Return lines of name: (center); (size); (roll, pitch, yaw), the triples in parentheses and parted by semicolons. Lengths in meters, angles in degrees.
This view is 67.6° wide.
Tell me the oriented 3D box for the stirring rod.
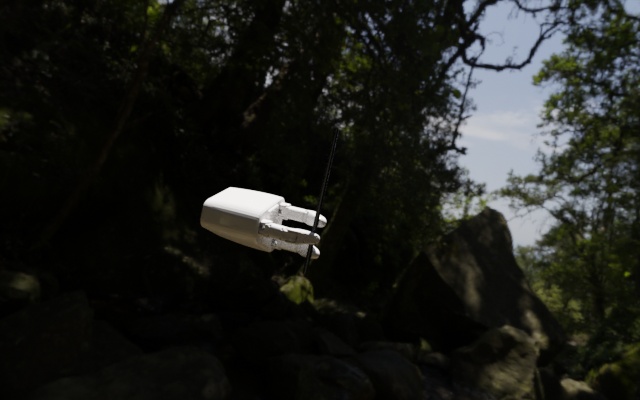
stirring rod: (0.000, 0.003, 0.777); (0.011, 0.239, 0.011); (12, 4, -1)
